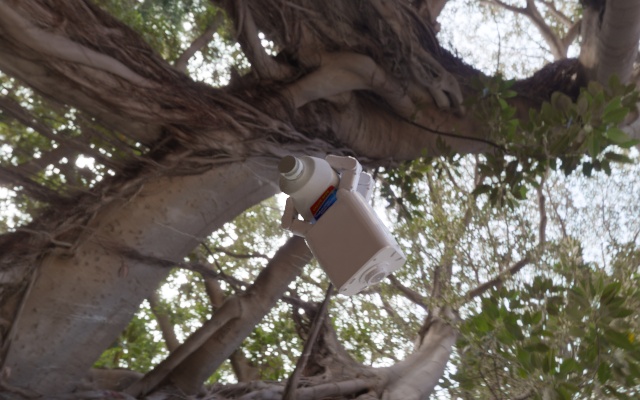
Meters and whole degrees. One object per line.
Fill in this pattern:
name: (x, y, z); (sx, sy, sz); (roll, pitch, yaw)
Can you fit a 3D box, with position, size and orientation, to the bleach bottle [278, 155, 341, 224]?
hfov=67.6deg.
bleach bottle: (0.000, 0.002, 0.753); (0.102, 0.068, 0.251); (-37, -33, 7)
